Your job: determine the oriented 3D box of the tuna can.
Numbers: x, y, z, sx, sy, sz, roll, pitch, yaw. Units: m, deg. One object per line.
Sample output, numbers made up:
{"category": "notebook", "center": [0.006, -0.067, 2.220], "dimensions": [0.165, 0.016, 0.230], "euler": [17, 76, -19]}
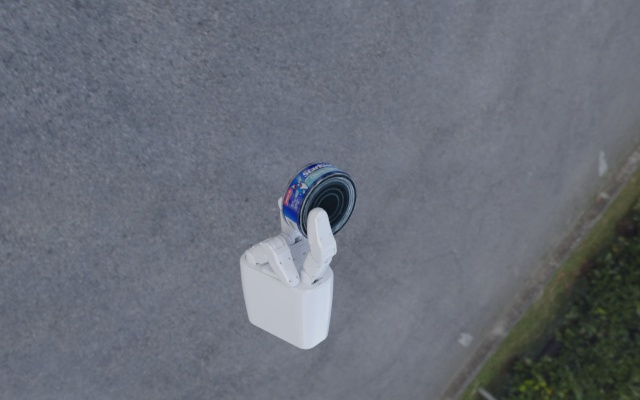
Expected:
{"category": "tuna can", "center": [0.000, 0.002, 0.536], "dimensions": [0.086, 0.086, 0.033], "euler": [0, 24, -43]}
